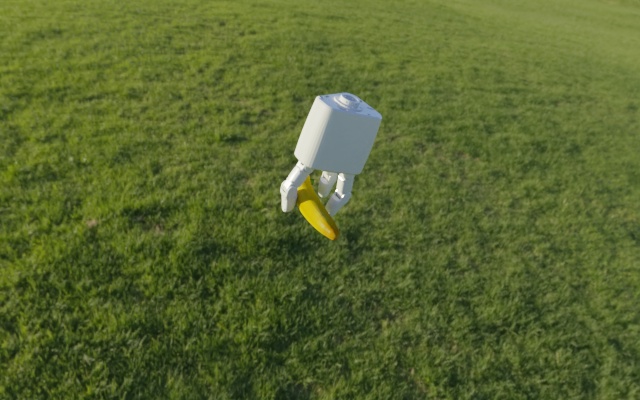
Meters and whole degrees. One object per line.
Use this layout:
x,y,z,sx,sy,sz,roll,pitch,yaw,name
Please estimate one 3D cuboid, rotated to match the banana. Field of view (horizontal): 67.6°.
-0.017,-0.005,0.829,0.069,0.037,0.197,20,26,-25,banana
